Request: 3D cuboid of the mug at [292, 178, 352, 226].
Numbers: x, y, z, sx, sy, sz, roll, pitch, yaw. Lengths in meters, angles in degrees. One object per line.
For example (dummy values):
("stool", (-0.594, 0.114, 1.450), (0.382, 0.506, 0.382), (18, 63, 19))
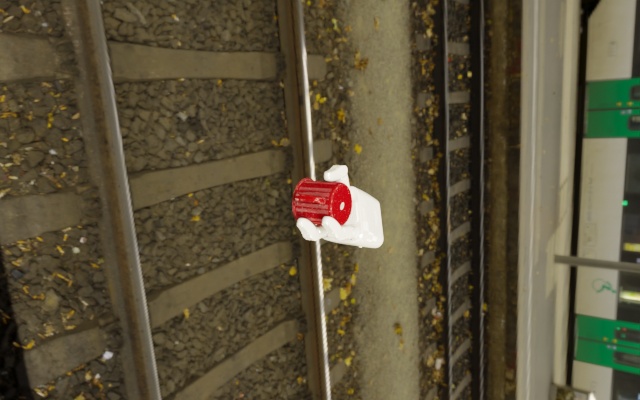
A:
("mug", (0.000, 0.003, 0.880), (0.081, 0.093, 0.117), (4, -9, 33))
